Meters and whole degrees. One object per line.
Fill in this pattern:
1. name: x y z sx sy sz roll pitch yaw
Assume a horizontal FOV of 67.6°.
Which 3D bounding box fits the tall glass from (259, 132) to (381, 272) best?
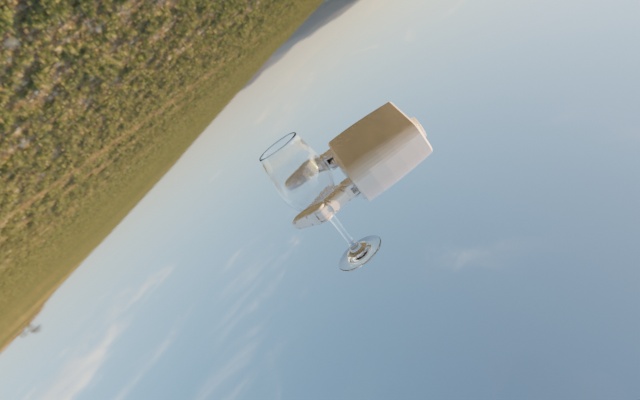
1. tall glass: 0.000 0.003 0.667 0.079 0.201 0.079 -34 18 13
